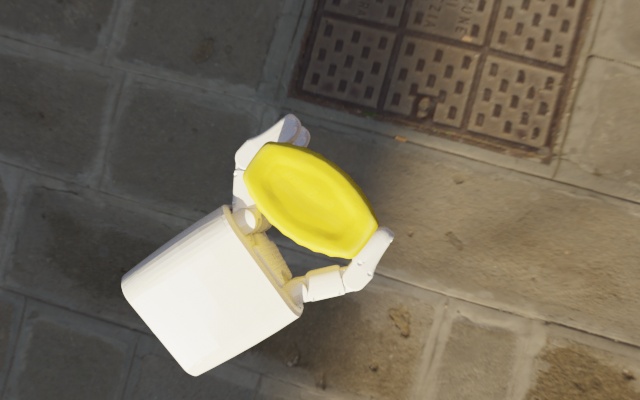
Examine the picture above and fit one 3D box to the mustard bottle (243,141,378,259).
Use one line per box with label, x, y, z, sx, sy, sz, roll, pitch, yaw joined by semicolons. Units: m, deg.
mustard bottle;0.000;0.001;0.404;0.096;0.058;0.191;35;2;5
